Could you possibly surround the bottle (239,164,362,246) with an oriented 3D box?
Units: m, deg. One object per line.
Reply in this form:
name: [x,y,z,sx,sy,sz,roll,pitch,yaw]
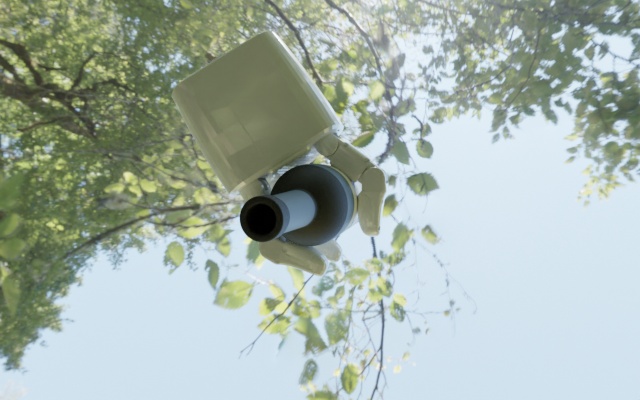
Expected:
bottle: [0.000,0.001,0.420,0.069,0.069,0.295,0,4,14]
